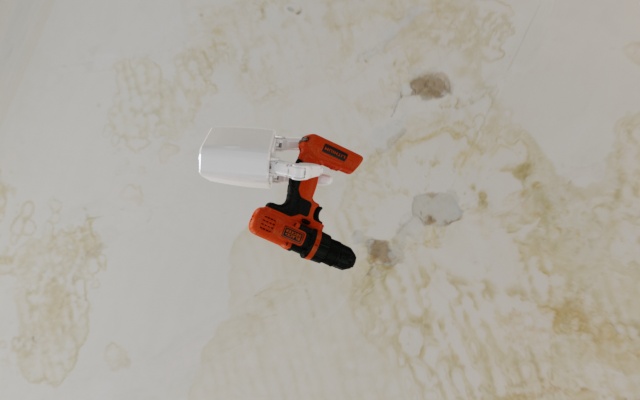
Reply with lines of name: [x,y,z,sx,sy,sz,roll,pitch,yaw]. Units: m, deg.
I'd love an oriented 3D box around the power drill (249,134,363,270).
power drill: [0.000,0.002,0.767,0.184,0.187,0.057,25,-9,-15]
